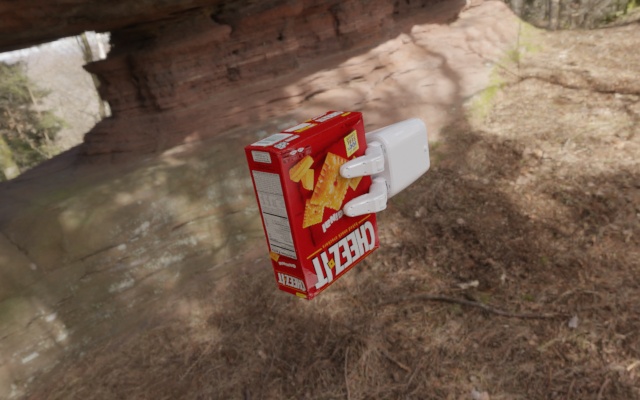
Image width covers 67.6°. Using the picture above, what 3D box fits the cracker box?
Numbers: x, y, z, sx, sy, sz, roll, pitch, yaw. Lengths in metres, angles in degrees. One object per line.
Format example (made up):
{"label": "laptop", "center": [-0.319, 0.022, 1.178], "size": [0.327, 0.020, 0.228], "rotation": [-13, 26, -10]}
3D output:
{"label": "cracker box", "center": [0.000, 0.002, 0.657], "size": [0.072, 0.214, 0.164], "rotation": [12, 31, 42]}
